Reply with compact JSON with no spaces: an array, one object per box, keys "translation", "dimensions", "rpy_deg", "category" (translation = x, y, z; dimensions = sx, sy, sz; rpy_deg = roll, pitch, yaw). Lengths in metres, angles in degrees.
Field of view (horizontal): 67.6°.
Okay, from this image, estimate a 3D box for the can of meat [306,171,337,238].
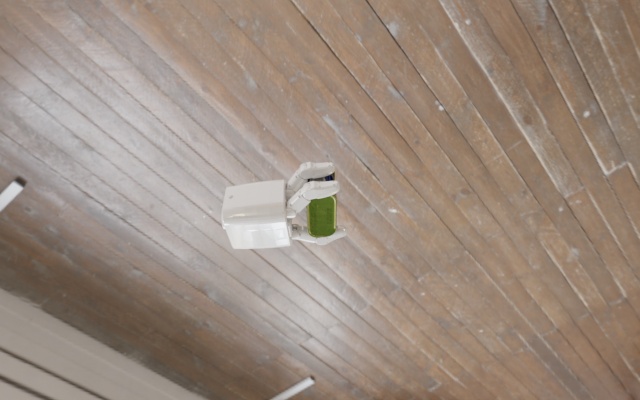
[{"translation":[0.000,0.003,0.841],"dimensions":[0.057,0.102,0.084],"rpy_deg":[-2,36,-2],"category":"can of meat"}]
